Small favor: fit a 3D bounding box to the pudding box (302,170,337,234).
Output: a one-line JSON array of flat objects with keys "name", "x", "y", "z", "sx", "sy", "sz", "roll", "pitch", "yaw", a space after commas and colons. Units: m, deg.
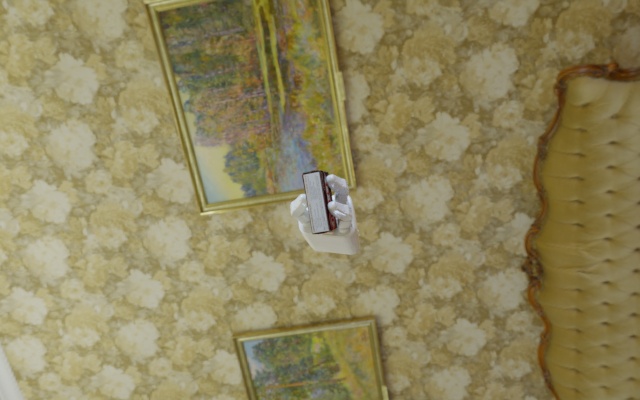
[{"name": "pudding box", "x": 0.000, "y": 0.003, "z": 0.873, "sx": 0.039, "sy": 0.113, "sz": 0.090, "roll": -12, "pitch": -1, "yaw": 9}]
